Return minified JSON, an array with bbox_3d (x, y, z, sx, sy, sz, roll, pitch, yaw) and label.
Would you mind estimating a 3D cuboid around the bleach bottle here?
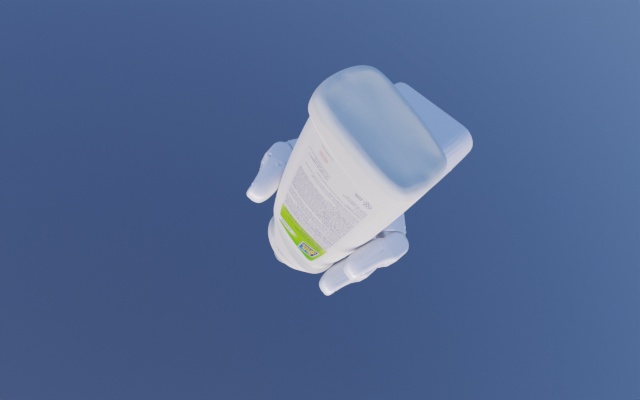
[{"bbox_3d":[0.000,0.001,0.415,0.068,0.102,0.251,-35,-7,-30],"label":"bleach bottle"}]
